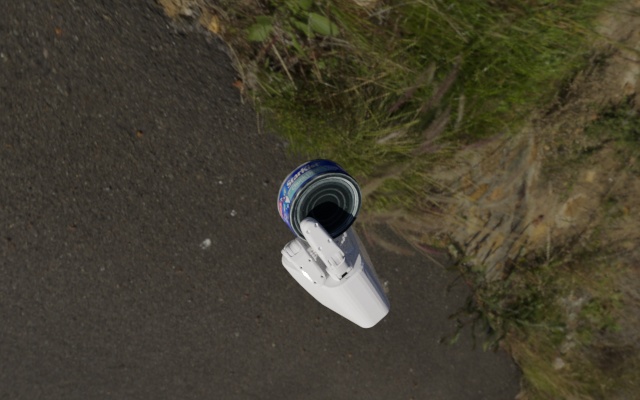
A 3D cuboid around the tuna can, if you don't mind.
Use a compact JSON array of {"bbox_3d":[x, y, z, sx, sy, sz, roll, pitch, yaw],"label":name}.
[{"bbox_3d":[0.000,0.002,0.504,0.086,0.086,0.033,0,27,-28],"label":"tuna can"}]
